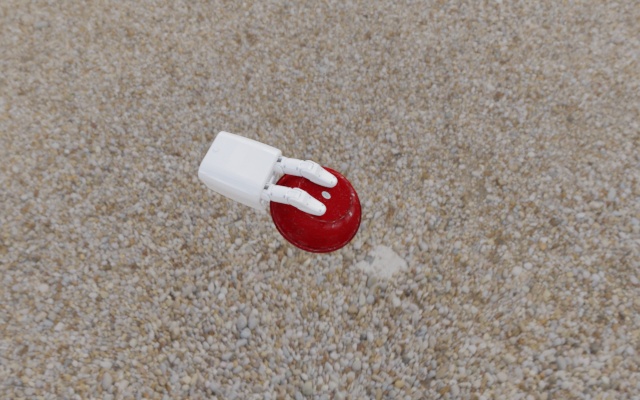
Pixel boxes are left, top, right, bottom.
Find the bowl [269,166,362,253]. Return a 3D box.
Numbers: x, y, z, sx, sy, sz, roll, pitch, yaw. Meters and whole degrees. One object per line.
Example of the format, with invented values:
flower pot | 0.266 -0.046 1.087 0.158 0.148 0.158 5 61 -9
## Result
bowl | 0.002 0.003 0.786 0.162 0.162 0.055 0 -23 -17
